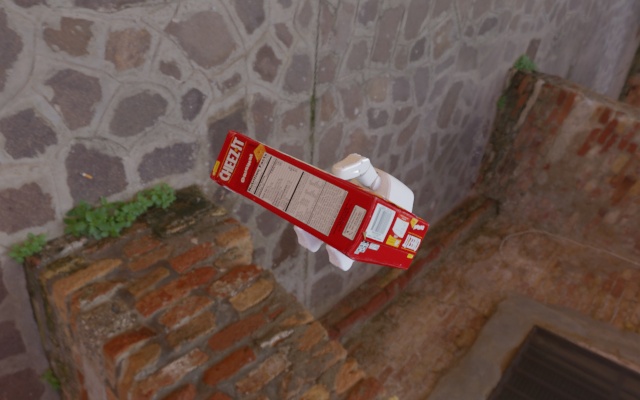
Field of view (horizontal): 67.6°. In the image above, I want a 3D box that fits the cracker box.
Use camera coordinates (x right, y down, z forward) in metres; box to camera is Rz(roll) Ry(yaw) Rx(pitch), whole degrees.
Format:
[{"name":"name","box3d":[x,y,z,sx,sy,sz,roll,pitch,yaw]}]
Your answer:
[{"name":"cracker box","box3d":[0.000,0.002,0.568,0.213,0.072,0.164,27,3,32]}]
